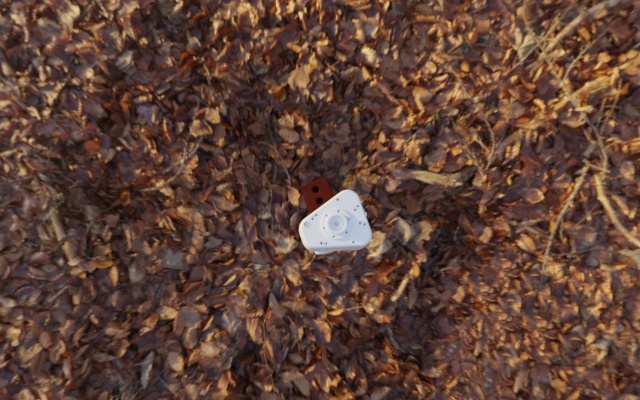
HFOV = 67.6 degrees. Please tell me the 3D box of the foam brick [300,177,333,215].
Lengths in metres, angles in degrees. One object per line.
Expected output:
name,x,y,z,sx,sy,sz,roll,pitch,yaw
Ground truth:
foam brick,0.000,0.003,0.876,0.053,0.078,0.051,-20,-6,1
